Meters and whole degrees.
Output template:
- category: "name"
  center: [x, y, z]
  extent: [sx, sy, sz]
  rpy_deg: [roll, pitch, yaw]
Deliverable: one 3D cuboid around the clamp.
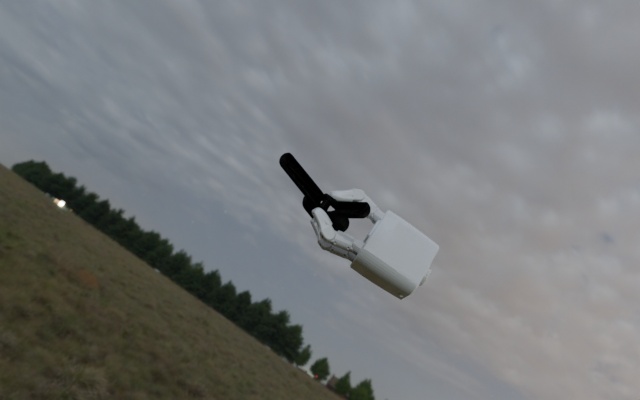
- category: "clamp"
  center: [0.001, 0.002, 0.808]
  extent: [0.164, 0.036, 0.210]
  rpy_deg: [36, -17, 8]
